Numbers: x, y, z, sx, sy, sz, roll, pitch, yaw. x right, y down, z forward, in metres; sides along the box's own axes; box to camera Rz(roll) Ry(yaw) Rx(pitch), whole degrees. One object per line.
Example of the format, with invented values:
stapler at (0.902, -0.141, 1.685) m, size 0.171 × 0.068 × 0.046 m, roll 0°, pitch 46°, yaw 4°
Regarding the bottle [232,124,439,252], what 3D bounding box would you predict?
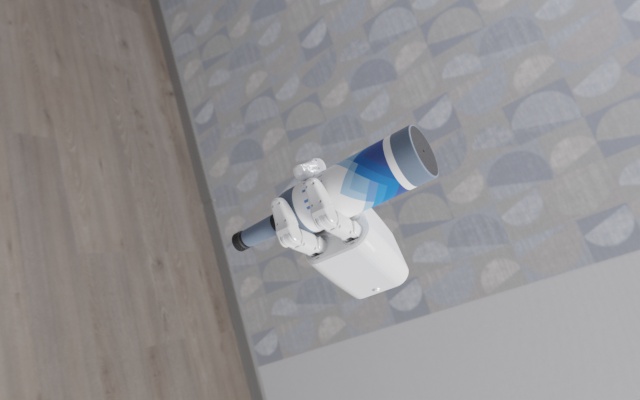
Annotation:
bottle at (0.000, 0.002, 0.602) m, size 0.296 × 0.069 × 0.069 m, roll -26°, pitch -14°, yaw 29°
